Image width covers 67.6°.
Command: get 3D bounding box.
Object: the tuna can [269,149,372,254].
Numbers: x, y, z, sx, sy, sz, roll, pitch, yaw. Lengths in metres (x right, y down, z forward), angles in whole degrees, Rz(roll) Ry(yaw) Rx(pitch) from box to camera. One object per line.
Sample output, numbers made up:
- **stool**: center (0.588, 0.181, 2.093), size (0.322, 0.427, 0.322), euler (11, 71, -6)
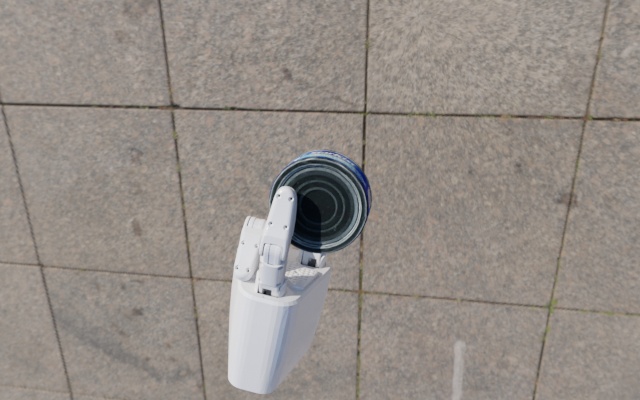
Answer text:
- **tuna can**: center (0.000, 0.001, 0.408), size (0.086, 0.086, 0.033), euler (0, 16, 10)
